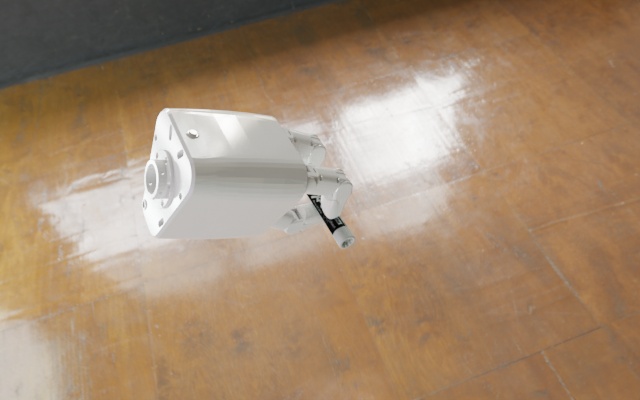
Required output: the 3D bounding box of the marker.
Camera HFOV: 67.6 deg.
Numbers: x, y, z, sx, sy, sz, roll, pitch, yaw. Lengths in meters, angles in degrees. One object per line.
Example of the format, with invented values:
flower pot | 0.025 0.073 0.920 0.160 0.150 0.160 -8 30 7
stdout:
marker | 0.000 0.002 0.522 0.020 0.020 0.121 0 44 -40
